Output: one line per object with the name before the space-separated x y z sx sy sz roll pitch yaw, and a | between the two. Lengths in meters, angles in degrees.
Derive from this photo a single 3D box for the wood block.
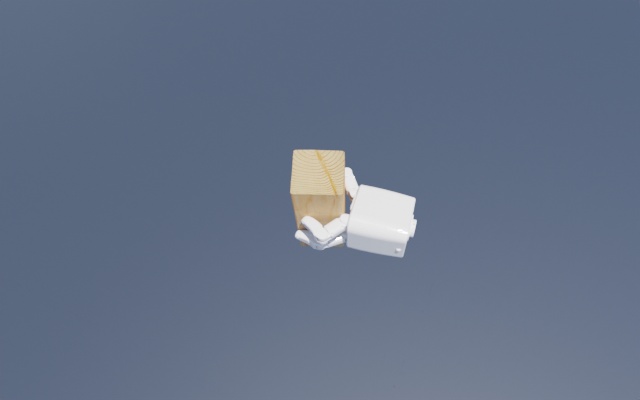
wood block | 0.001 0.003 0.885 0.090 0.090 0.206 1 -30 4
